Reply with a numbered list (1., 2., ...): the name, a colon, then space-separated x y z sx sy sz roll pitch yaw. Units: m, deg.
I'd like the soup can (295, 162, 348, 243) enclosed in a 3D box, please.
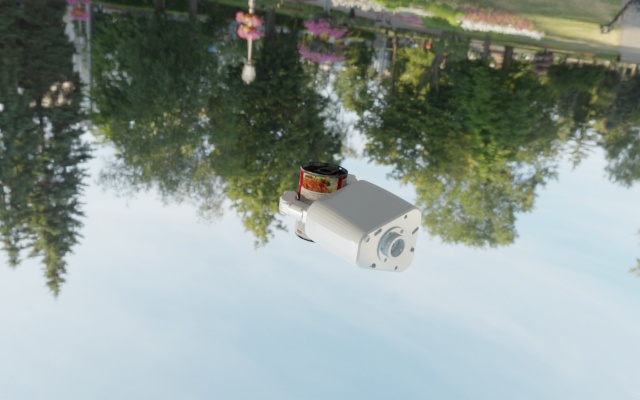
1. soup can: 0.000 0.002 0.691 0.068 0.102 0.068 6 19 -2
